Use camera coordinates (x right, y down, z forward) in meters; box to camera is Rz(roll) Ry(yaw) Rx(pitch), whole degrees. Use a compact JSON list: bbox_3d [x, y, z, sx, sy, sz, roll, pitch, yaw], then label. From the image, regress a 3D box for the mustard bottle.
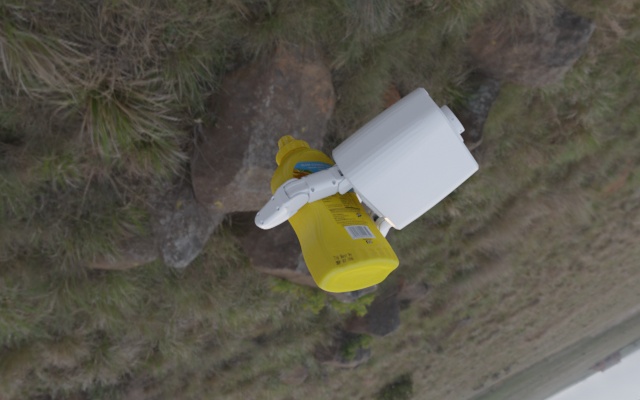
[{"bbox_3d":[0.000,0.002,0.504,0.096,0.191,0.058,1,-41,-41],"label":"mustard bottle"}]
